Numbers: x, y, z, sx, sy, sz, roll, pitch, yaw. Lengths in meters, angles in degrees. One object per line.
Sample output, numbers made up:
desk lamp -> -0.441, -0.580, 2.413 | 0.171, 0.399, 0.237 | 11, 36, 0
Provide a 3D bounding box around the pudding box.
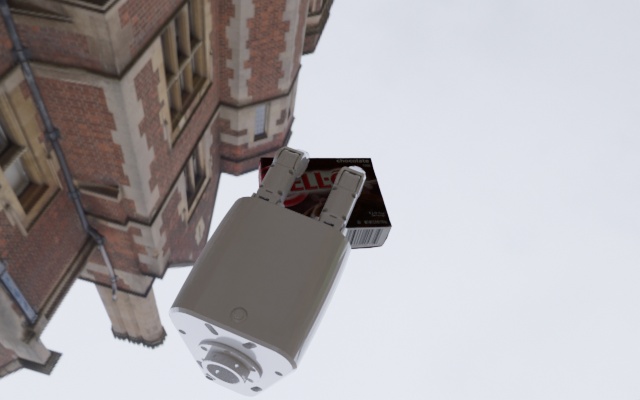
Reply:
pudding box -> 0.000, 0.002, 0.444 | 0.113, 0.090, 0.039 | 0, -42, -13
